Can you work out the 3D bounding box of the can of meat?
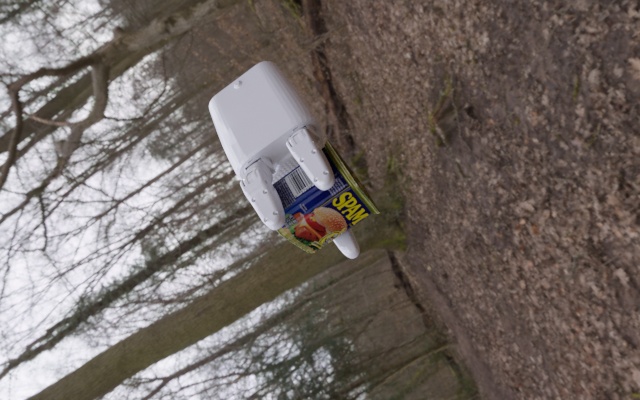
[{"bbox_3d":[0.000,0.002,0.467,0.084,0.057,0.102,-34,-29,7],"label":"can of meat"}]
